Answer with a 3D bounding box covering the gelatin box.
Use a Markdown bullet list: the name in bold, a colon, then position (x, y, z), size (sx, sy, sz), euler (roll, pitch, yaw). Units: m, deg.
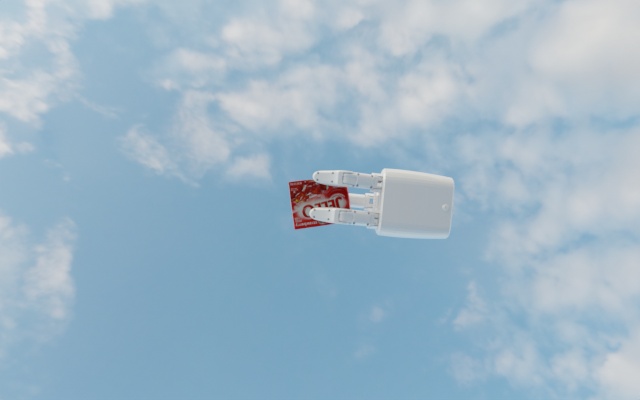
- **gelatin box**: position (0.000, 0.002, 0.725), size (0.089, 0.073, 0.030), euler (-8, -2, 4)
